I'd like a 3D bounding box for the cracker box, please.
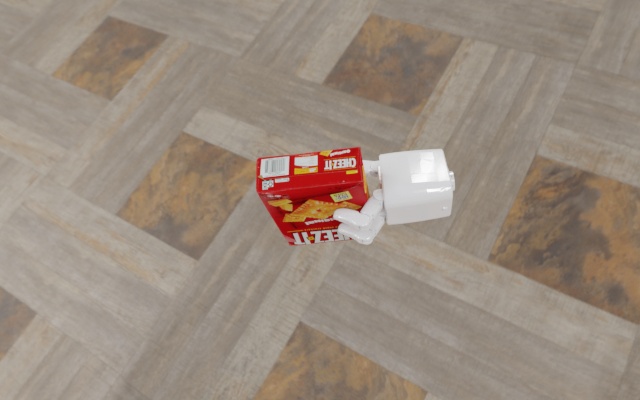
[{"bbox_3d":[0.000,0.002,0.801,0.164,0.072,0.214,-6,-29,8],"label":"cracker box"}]
